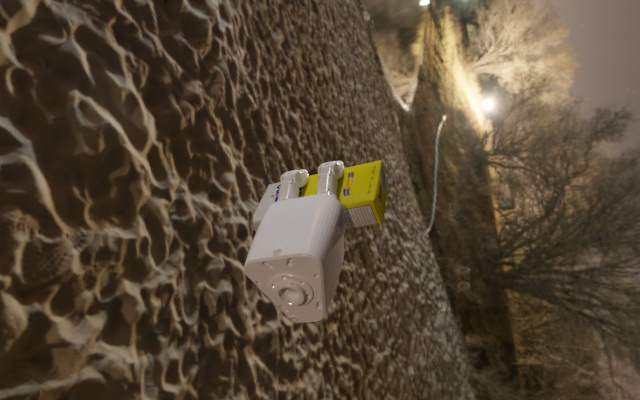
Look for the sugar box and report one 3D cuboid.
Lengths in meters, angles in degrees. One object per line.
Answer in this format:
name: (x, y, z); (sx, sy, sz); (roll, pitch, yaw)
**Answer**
sugar box: (0.000, 0.002, 0.649); (0.176, 0.048, 0.093); (-9, 34, 20)
